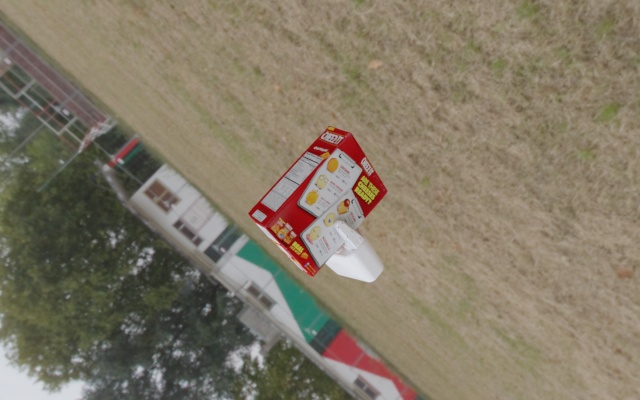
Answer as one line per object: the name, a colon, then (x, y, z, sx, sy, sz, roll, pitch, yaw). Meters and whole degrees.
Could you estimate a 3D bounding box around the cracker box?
cracker box: (0.000, 0.003, 0.837, 0.072, 0.213, 0.164, 29, -17, 47)
